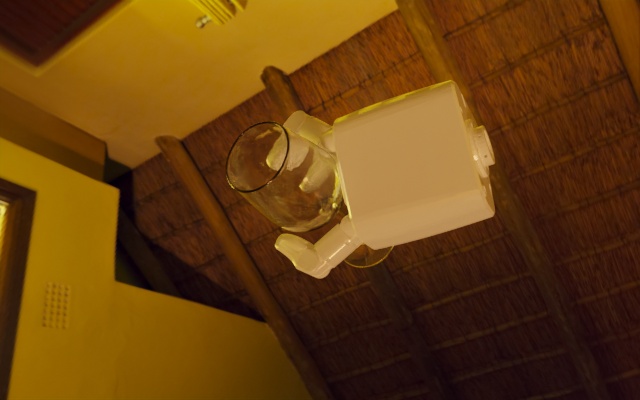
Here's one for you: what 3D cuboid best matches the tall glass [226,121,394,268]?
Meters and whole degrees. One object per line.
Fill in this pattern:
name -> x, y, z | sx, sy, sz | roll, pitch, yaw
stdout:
tall glass -> 0.000, 0.002, 0.447 | 0.079, 0.079, 0.201 | 0, -21, 33
